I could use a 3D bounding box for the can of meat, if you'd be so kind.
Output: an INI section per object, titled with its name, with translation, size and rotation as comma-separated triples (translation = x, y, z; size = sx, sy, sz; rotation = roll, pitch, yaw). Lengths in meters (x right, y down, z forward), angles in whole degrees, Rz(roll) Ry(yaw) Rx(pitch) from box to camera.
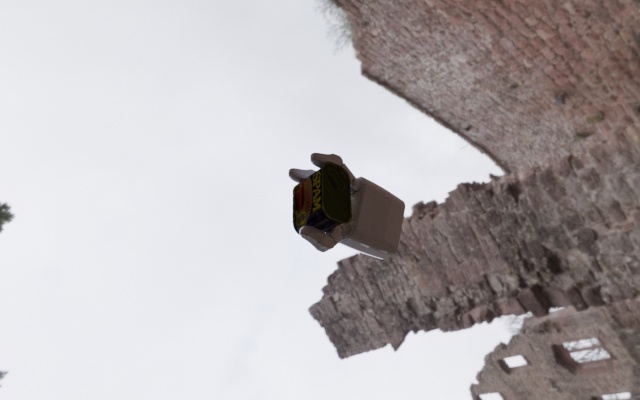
[can of meat]
translation = 0.000, 0.003, 0.761
size = 0.057, 0.102, 0.084
rotation = 22, -36, -33
